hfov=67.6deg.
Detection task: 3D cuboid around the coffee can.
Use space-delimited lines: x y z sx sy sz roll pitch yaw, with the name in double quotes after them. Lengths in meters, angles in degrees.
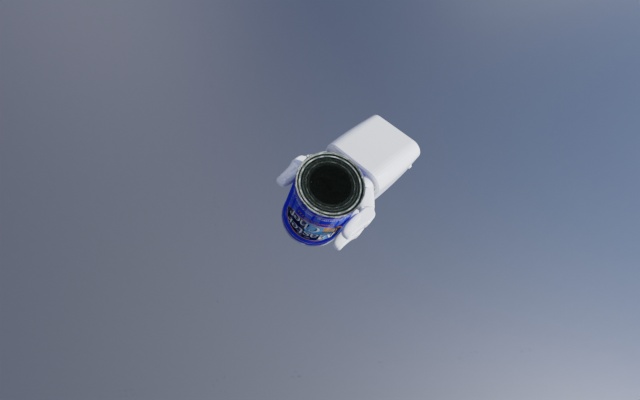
0.000 0.003 0.732 0.103 0.102 0.140 0 -22 -13 "coffee can"
